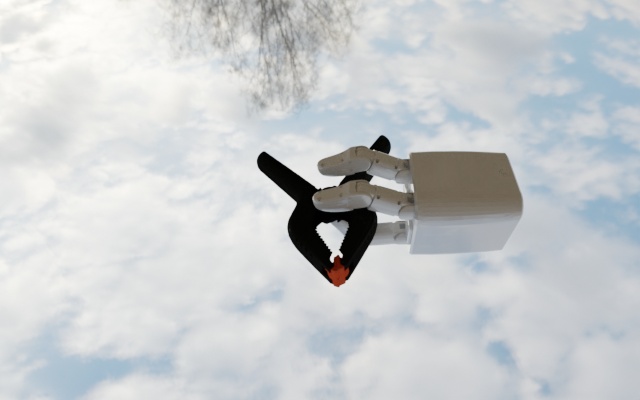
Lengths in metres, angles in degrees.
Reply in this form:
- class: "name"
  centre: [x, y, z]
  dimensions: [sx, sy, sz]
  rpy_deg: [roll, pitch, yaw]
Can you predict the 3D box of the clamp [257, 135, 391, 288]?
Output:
- class: "clamp"
  centre: [0.000, 0.003, 0.527]
  dimensions: [0.164, 0.036, 0.209]
  rpy_deg: [-4, 44, 7]
